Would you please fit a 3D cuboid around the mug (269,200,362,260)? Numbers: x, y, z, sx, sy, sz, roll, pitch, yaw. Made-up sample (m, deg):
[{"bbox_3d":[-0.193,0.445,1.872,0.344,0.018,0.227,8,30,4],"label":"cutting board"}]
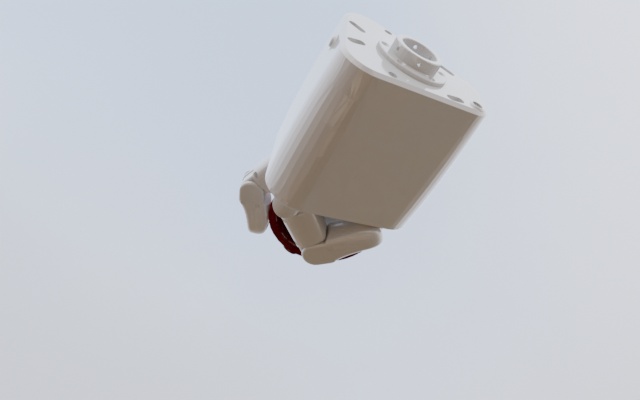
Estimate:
[{"bbox_3d":[-0.001,0.002,0.437,0.093,0.117,0.081,25,37,-14],"label":"mug"}]
